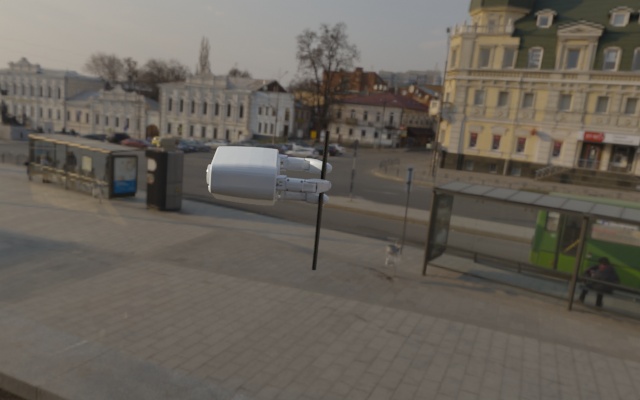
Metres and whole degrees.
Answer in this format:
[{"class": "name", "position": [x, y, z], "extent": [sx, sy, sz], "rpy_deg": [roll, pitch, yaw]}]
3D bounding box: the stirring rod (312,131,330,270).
[{"class": "stirring rod", "position": [0.000, 0.003, 0.814], "extent": [0.011, 0.239, 0.011], "rpy_deg": [6, 10, -1]}]
